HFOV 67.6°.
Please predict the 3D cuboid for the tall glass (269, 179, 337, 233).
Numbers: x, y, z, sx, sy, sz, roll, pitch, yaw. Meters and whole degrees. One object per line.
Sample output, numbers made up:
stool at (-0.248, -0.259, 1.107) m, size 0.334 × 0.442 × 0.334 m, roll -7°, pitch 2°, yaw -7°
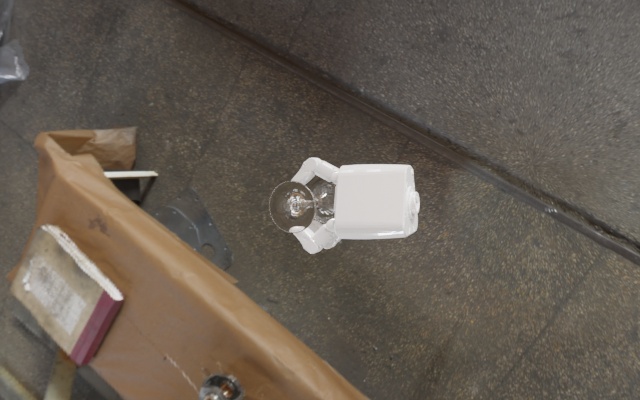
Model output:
tall glass at (0.000, 0.002, 0.765) m, size 0.079 × 0.079 × 0.201 m, roll 0°, pitch 4°, yaw 24°
